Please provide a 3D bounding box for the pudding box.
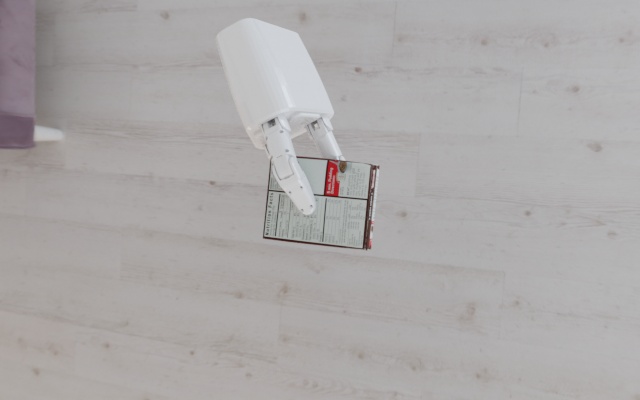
[{"bbox_3d":[0.000,0.002,0.495,0.113,0.090,0.039,6,1,17],"label":"pudding box"}]
